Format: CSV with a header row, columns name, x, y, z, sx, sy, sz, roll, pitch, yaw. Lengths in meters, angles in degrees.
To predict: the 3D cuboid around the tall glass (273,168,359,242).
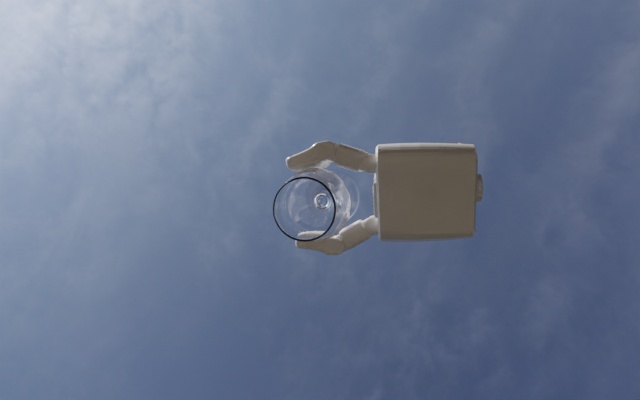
name,x,y,z,sx,sy,sz,roll,pitch,yaw
tall glass,0.000,0.002,0.548,0.079,0.079,0.201,0,4,9
